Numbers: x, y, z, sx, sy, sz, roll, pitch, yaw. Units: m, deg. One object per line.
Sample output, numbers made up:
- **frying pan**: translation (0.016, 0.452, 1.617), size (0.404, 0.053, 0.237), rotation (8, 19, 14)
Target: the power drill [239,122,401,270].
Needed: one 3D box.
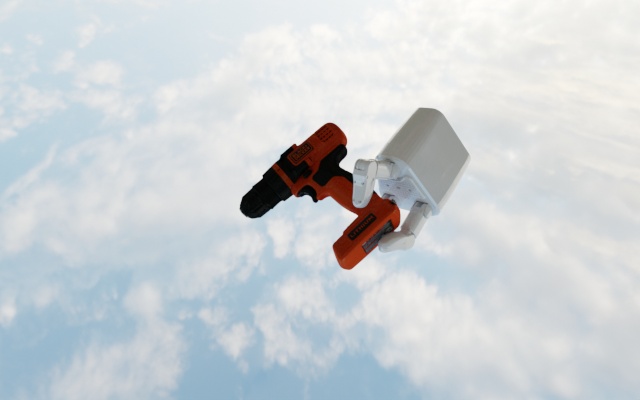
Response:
- **power drill**: translation (0.001, 0.002, 0.645), size (0.187, 0.184, 0.057), rotation (47, -2, 27)
